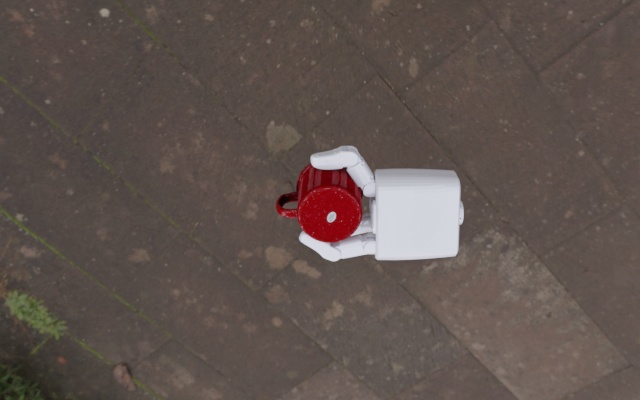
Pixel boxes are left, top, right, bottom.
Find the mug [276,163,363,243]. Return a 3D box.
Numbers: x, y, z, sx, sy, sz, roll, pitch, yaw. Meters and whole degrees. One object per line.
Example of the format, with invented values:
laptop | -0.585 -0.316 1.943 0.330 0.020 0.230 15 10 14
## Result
mug | -0.001 0.002 0.619 0.117 0.093 0.081 -3 26 3
